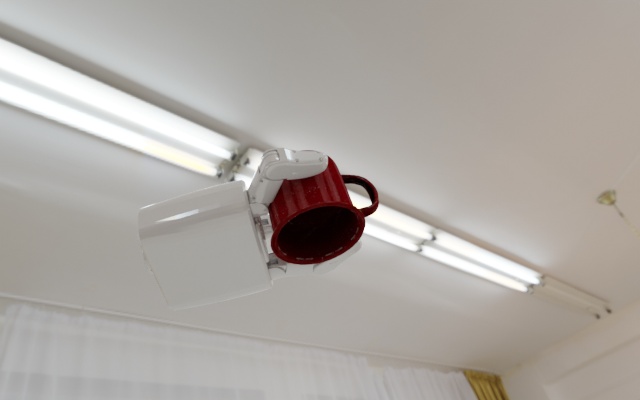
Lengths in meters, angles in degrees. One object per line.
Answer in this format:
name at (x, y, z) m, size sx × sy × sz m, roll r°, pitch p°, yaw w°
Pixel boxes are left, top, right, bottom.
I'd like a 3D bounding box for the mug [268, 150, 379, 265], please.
mug at (0.001, 0.001, 0.478) m, size 0.117 × 0.081 × 0.093 m, roll -14°, pitch -40°, yaw -7°
